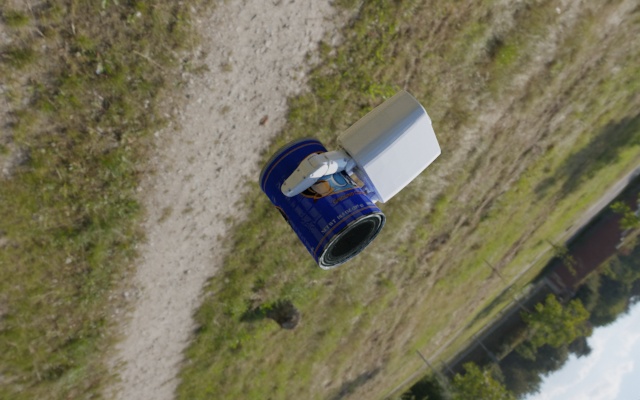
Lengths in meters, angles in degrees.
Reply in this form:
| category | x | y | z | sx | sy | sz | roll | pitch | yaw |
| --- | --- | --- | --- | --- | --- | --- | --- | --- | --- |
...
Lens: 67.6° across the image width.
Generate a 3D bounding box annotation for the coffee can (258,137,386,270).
| category | x | y | z | sx | sy | sz | roll | pitch | yaw |
| --- | --- | --- | --- | --- | --- | --- | --- | --- | --- |
| coffee can | 0.000 | 0.002 | 0.613 | 0.103 | 0.140 | 0.103 | -31 | -26 | -17 |
